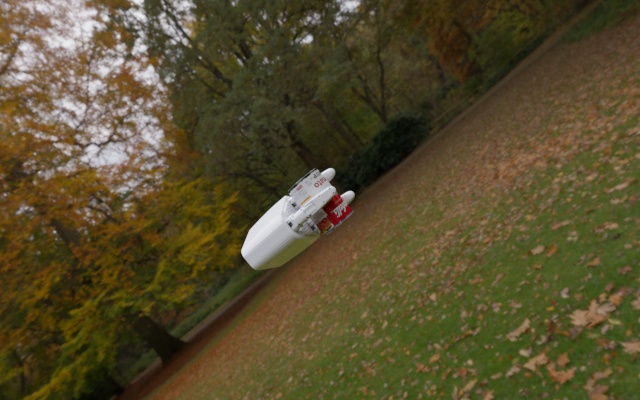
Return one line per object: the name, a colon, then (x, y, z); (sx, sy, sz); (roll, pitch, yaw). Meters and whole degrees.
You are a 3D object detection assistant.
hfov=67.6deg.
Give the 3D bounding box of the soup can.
soup can: (0.000, 0.002, 0.839); (0.068, 0.102, 0.068); (-40, -1, -1)
